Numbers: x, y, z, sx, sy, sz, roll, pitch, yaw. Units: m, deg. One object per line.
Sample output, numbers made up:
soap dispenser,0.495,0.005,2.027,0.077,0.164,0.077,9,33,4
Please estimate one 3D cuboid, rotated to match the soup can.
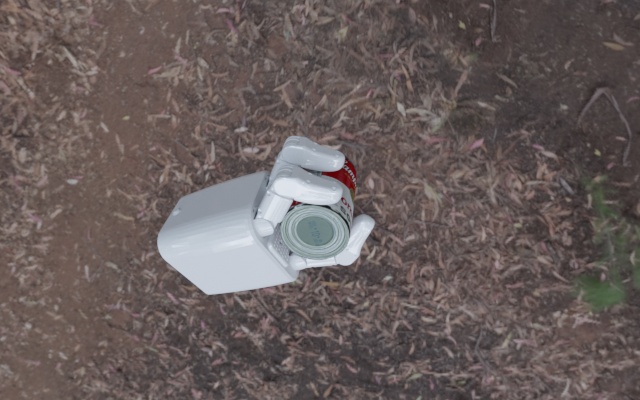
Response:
soup can,0.001,0.002,0.478,0.068,0.068,0.102,0,35,8
